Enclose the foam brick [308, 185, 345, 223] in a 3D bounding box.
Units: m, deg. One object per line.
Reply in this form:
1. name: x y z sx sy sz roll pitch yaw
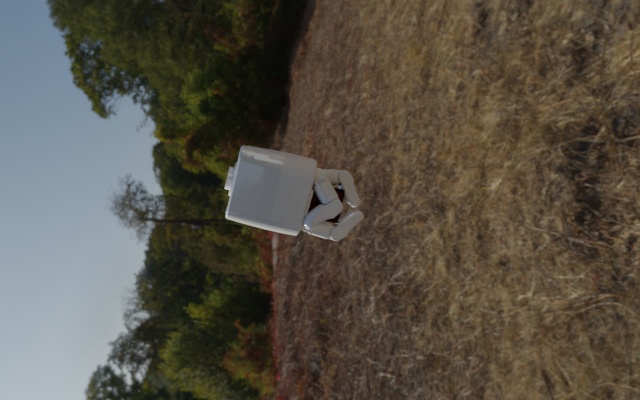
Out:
1. foam brick: 0.000 0.003 0.732 0.051 0.053 0.078 12 -1 -11
